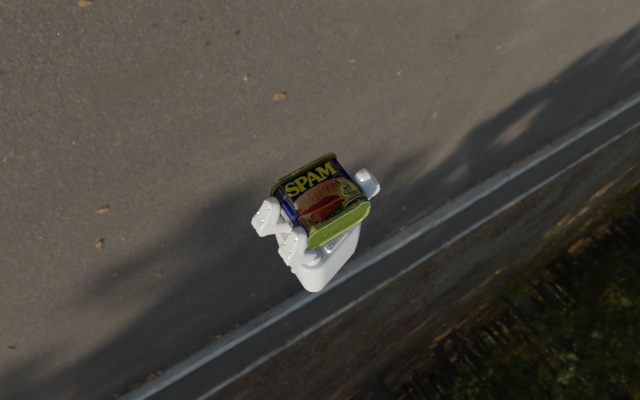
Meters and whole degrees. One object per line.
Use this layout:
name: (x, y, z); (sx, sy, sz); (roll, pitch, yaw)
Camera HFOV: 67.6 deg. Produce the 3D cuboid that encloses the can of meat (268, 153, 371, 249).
can of meat: (0.000, 0.002, 0.599); (0.102, 0.084, 0.057); (-30, -24, -16)
